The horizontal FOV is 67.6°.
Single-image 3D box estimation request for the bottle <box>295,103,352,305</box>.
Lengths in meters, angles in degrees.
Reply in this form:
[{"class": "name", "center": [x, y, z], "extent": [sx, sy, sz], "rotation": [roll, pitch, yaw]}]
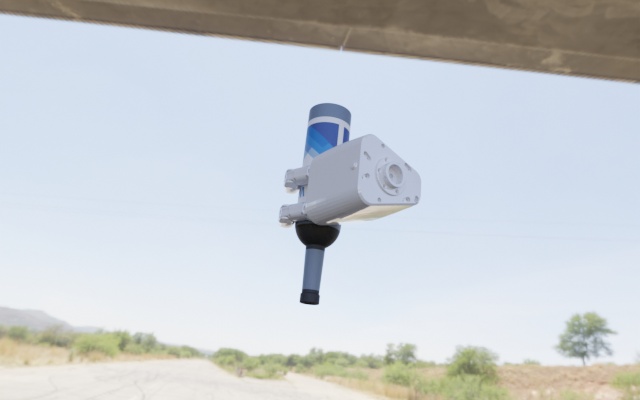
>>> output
[{"class": "bottle", "center": [0.000, 0.002, 0.696], "extent": [0.069, 0.295, 0.069], "rotation": [6, -20, 2]}]
